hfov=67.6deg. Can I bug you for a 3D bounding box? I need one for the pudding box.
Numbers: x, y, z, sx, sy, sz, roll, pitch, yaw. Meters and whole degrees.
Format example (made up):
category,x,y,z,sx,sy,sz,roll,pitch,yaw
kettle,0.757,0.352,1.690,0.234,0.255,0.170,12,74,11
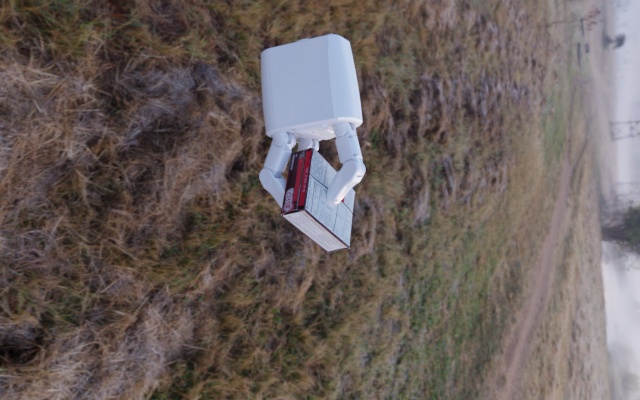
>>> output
category,x,y,z,sx,sy,sz,roll,pitch,yaw
pudding box,0.000,0.002,0.599,0.039,0.090,0.113,-12,-35,32
